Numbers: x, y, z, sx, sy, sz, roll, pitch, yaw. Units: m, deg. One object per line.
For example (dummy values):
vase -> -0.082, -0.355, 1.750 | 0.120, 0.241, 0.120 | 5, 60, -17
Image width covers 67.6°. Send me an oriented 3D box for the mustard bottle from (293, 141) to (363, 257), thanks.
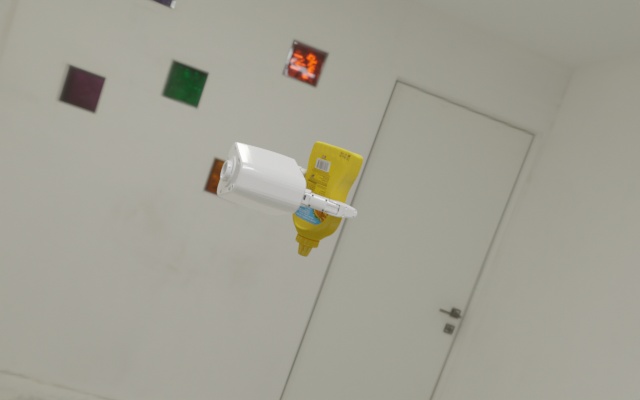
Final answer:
mustard bottle -> 0.000, 0.002, 0.803 | 0.096, 0.191, 0.058 | 24, 7, 41
